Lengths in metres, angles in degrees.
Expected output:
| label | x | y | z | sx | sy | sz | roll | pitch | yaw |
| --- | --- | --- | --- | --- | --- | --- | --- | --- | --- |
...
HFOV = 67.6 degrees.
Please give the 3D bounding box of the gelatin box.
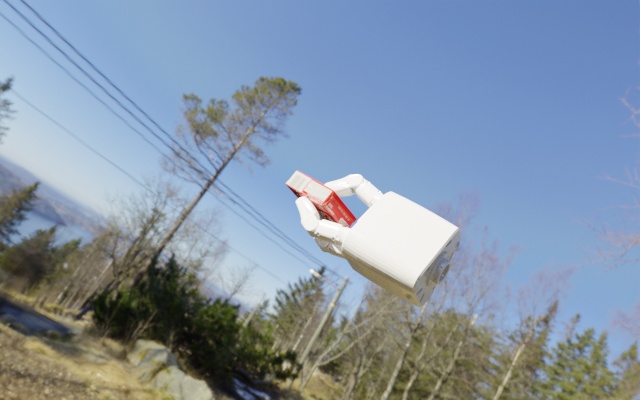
| label | x | y | z | sx | sy | sz | roll | pitch | yaw |
| --- | --- | --- | --- | --- | --- | --- | --- | --- | --- |
| gelatin box | 0.000 | 0.002 | 0.681 | 0.089 | 0.030 | 0.073 | 31 | -14 | 44 |
